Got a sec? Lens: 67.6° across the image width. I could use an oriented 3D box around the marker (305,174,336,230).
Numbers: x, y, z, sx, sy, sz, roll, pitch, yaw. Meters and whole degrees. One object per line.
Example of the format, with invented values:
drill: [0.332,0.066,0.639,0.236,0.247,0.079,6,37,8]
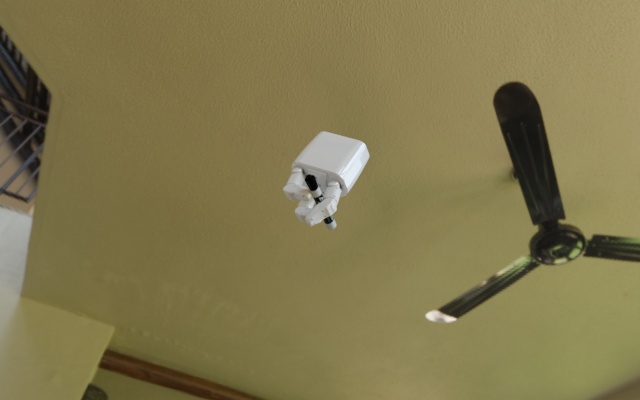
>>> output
marker: [0.000,0.003,0.836,0.020,0.121,0.020,-16,37,12]
